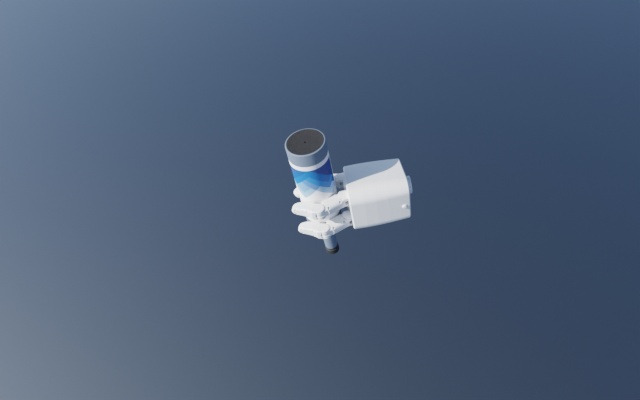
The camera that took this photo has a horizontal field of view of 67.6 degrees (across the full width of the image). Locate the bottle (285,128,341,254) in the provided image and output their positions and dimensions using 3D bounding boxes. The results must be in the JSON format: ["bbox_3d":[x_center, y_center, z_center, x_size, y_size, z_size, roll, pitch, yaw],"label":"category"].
[{"bbox_3d":[0.000,0.003,0.868,0.069,0.069,0.296,0,-41,13],"label":"bottle"}]
